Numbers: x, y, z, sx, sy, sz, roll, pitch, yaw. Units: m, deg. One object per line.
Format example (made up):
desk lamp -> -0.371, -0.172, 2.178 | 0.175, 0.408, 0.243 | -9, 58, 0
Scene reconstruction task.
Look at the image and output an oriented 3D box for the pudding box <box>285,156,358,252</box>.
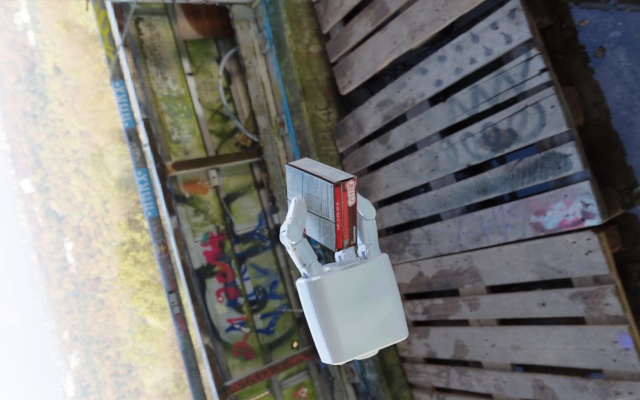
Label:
pudding box -> 0.000, 0.002, 0.593 | 0.039, 0.090, 0.113 | -16, 25, -33
